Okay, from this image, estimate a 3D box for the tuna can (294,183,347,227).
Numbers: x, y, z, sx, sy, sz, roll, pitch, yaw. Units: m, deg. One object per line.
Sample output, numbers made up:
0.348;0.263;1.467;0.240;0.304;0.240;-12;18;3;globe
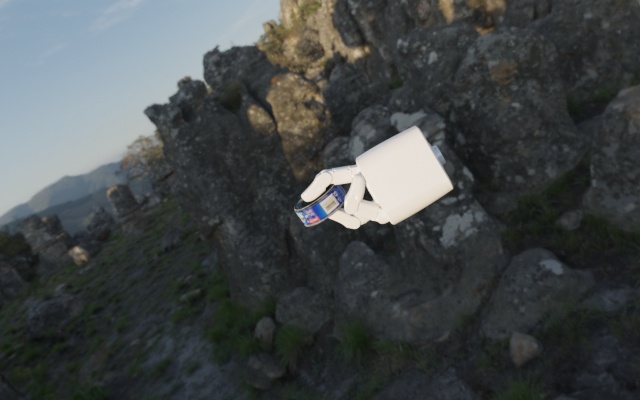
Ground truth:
0.000;0.002;0.773;0.086;0.034;0.086;-33;15;10;tuna can
